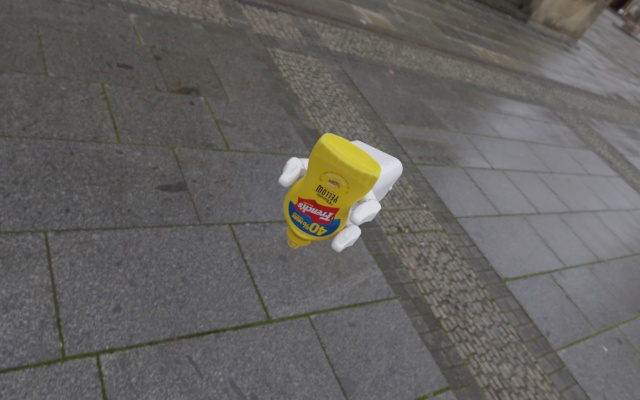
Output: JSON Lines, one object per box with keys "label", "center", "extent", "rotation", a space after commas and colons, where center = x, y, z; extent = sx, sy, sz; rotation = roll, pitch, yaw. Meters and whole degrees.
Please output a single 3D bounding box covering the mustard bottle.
{"label": "mustard bottle", "center": [0.000, 0.002, 0.690], "extent": [0.096, 0.192, 0.058], "rotation": [31, 35, -4]}
